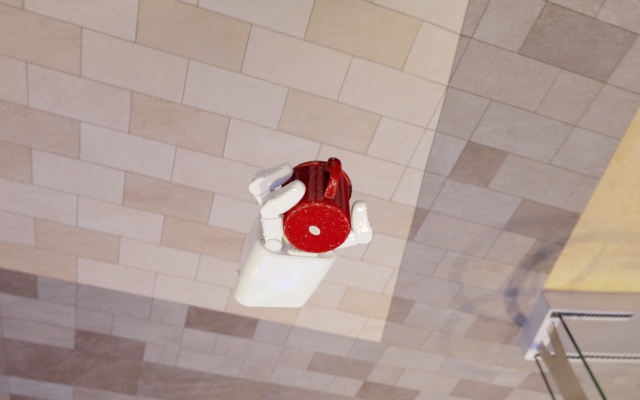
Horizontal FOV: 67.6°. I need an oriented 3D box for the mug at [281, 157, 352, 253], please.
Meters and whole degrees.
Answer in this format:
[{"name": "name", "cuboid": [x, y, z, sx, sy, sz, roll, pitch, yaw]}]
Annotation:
[{"name": "mug", "cuboid": [0.001, 0.001, 0.583, 0.093, 0.117, 0.081, 18, 35, -14]}]
